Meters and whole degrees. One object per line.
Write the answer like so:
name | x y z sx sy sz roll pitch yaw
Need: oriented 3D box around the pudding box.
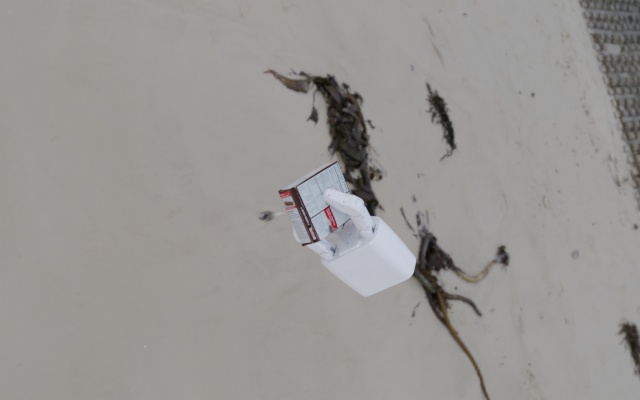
pudding box | 0.000 0.002 0.704 0.039 0.090 0.113 -16 12 40
